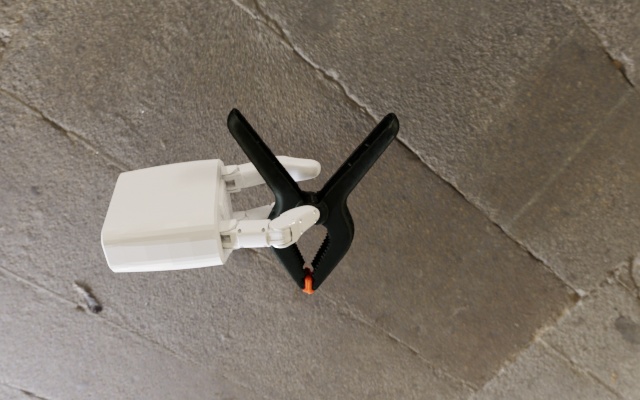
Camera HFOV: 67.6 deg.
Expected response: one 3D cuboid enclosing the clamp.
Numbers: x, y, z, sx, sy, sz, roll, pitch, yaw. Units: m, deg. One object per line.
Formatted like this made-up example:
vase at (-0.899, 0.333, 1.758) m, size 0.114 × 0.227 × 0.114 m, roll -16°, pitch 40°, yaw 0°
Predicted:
clamp at (0.000, 0.002, 0.494) m, size 0.164 × 0.210 × 0.036 m, roll -5°, pitch 26°, yaw 0°
